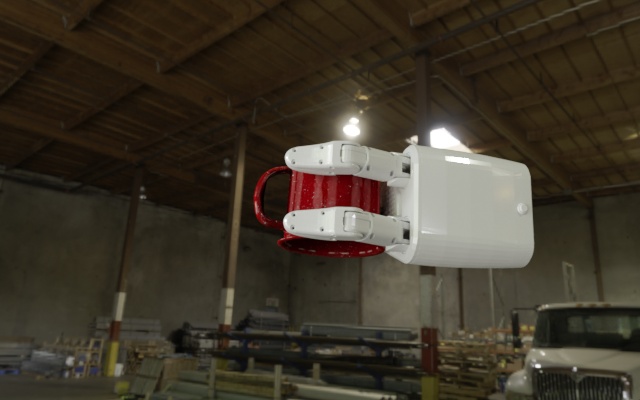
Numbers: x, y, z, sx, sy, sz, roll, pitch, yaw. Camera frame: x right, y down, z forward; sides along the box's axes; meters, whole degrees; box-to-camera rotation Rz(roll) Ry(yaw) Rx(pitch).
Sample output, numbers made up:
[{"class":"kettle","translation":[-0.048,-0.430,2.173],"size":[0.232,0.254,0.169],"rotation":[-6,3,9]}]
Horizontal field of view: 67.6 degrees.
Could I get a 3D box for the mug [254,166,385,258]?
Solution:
[{"class":"mug","translation":[-0.001,0.001,0.421],"size":[0.117,0.081,0.093],"rotation":[7,-16,-11]}]
